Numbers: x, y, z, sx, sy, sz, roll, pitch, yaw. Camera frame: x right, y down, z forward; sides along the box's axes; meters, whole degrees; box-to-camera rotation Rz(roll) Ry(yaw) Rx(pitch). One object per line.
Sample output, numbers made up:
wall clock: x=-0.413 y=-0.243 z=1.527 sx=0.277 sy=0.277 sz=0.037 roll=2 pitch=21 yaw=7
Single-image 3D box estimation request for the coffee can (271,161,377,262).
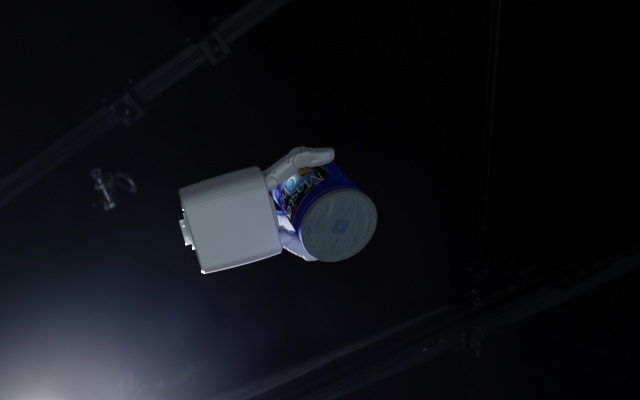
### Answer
coffee can: x=0.000 y=0.002 z=0.648 sx=0.103 sy=0.103 sz=0.140 roll=0 pitch=27 yaw=-23
